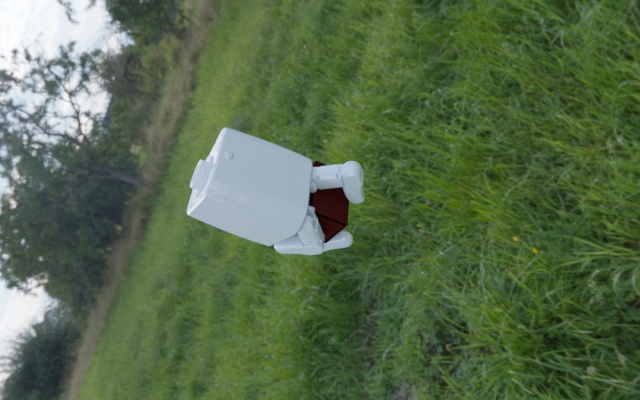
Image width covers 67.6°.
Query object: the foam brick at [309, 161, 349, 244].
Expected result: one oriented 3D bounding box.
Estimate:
[{"bbox_3d":[0.000,0.002,0.578,0.051,0.078,0.053,22,-40,-21],"label":"foam brick"}]
